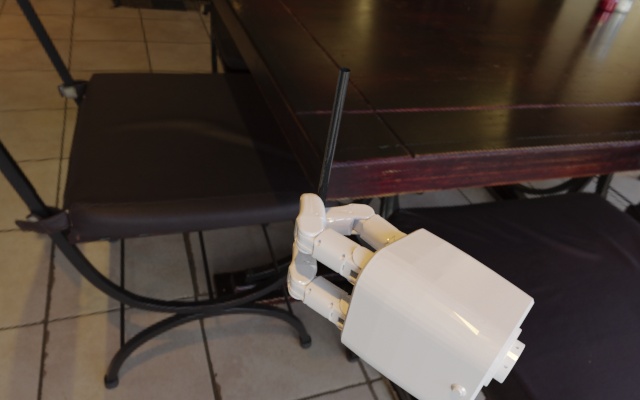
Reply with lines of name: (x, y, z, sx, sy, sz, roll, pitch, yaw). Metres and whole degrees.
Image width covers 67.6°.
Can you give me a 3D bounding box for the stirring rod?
stirring rod: (0.000, 0.001, 0.412, 0.011, 0.240, 0.011, 7, 37, -5)
